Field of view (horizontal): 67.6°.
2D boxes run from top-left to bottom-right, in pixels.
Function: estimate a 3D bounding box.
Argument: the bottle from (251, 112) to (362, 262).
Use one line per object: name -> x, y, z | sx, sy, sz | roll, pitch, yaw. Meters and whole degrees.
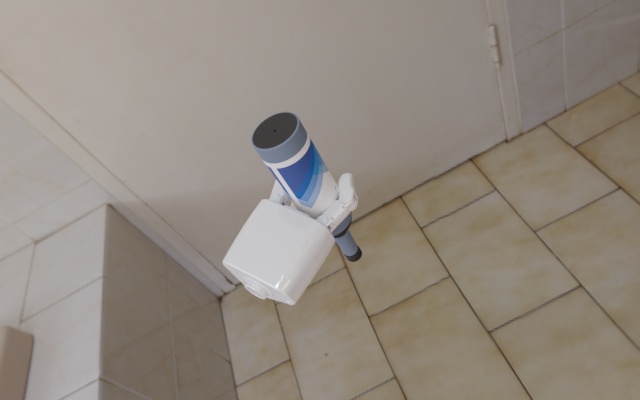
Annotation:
bottle -> 0.000, 0.002, 0.690 | 0.069, 0.069, 0.296 | 0, -37, 29
